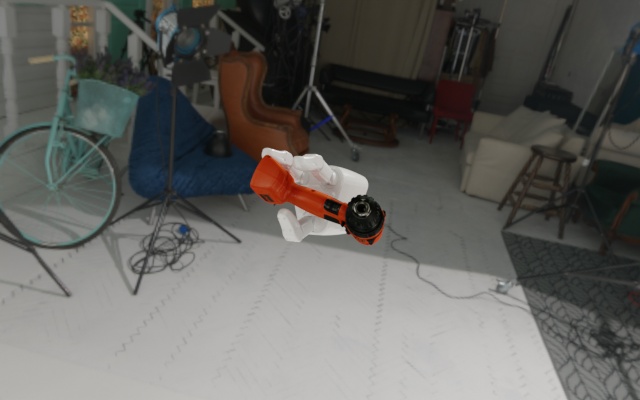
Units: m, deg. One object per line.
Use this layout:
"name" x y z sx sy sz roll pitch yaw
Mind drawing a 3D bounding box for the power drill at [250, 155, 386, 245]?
"power drill" 0.000 0.002 0.659 0.187 0.057 0.184 25 -9 13
